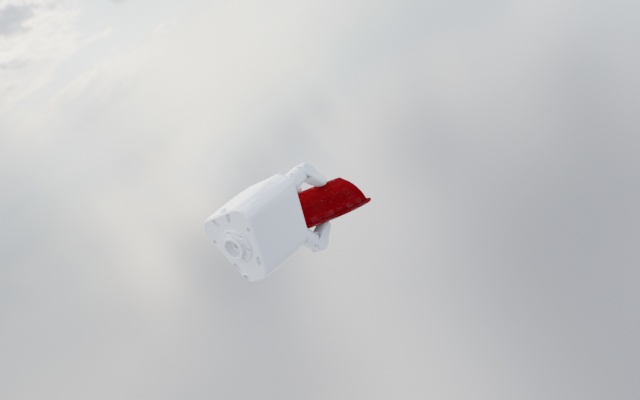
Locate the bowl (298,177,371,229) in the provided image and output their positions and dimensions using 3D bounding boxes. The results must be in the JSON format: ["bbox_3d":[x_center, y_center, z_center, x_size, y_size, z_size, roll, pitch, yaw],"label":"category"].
[{"bbox_3d":[0.000,0.002,0.797,0.162,0.055,0.162,-21,3,1],"label":"bowl"}]
